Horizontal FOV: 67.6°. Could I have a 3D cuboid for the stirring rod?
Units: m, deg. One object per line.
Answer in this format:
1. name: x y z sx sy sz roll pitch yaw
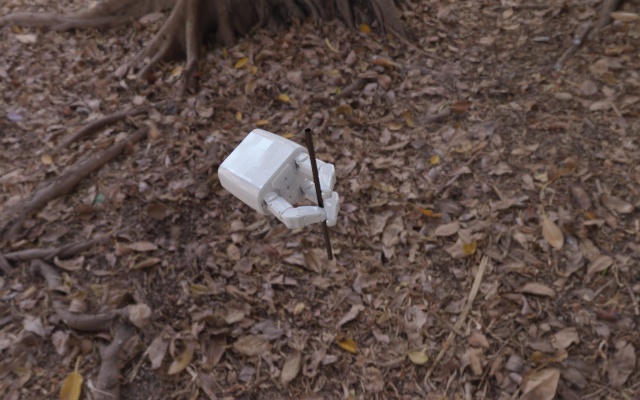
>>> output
1. stirring rod: 0.000 0.002 0.664 0.011 0.240 0.011 -6 42 5
